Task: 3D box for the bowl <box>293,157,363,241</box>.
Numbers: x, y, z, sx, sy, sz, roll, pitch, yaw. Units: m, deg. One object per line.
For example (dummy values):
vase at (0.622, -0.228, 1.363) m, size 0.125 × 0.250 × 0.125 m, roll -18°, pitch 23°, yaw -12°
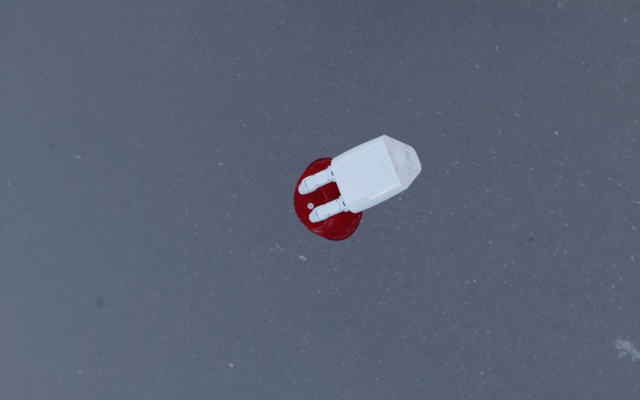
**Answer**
bowl at (-0.001, 0.004, 0.891) m, size 0.162 × 0.162 × 0.055 m, roll 0°, pitch 11°, yaw 44°
